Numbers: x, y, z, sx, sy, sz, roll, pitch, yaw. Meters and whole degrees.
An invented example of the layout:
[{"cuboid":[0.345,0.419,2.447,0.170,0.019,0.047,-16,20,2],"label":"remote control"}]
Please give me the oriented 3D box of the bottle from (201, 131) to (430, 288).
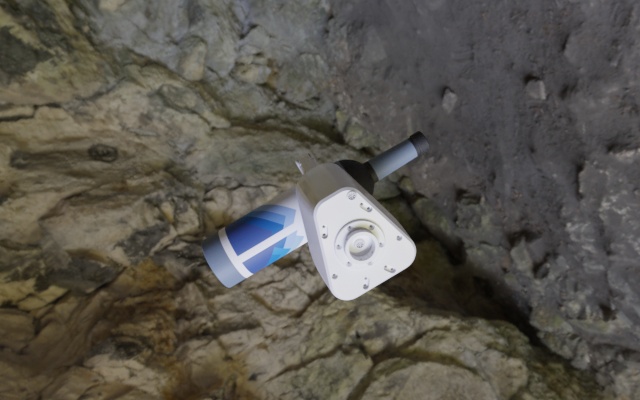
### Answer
[{"cuboid":[0.000,0.002,0.581,0.296,0.069,0.069,-31,0,-1],"label":"bottle"}]
